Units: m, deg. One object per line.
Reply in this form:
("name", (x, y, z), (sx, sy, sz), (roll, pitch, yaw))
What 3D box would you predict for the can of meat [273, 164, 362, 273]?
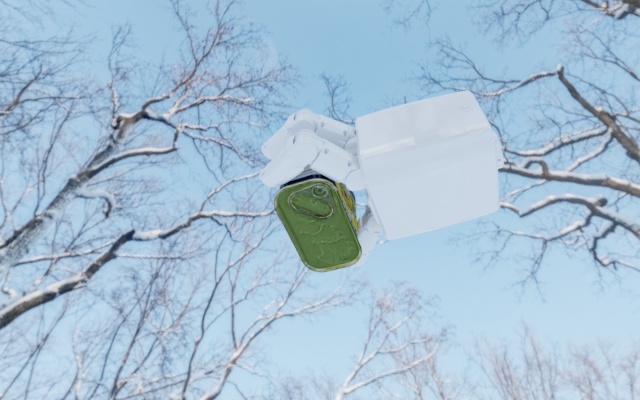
("can of meat", (0.000, 0.001, 0.452), (0.057, 0.102, 0.084), (-16, 34, 13))
